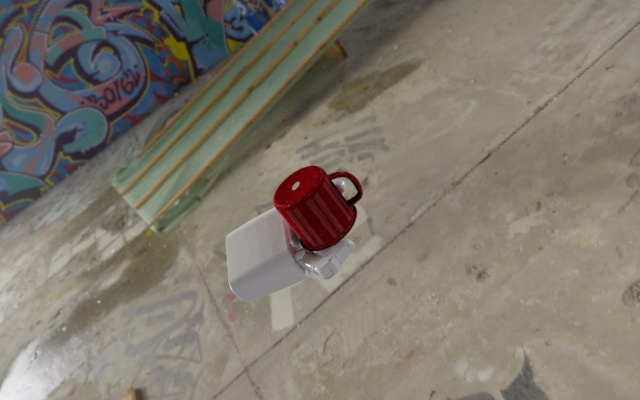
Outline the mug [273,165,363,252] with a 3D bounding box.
[{"bbox_3d":[0.001,0.001,0.640,0.117,0.081,0.093,-29,32,14],"label":"mug"}]
